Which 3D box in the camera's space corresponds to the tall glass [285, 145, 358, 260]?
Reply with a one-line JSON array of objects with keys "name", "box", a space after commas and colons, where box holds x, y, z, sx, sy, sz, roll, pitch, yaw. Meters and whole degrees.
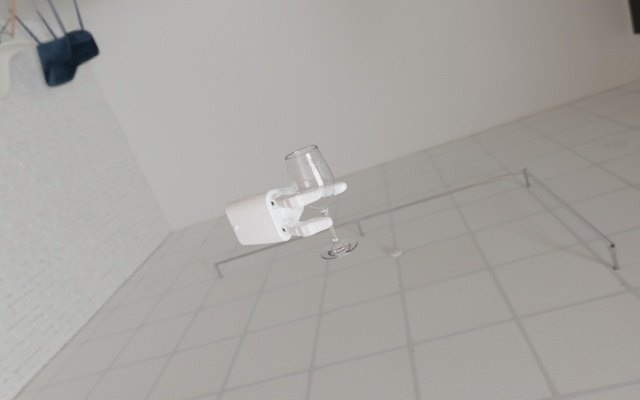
[{"name": "tall glass", "box": [0.001, 0.003, 0.871, 0.079, 0.201, 0.079, -19, 17, 6]}]
